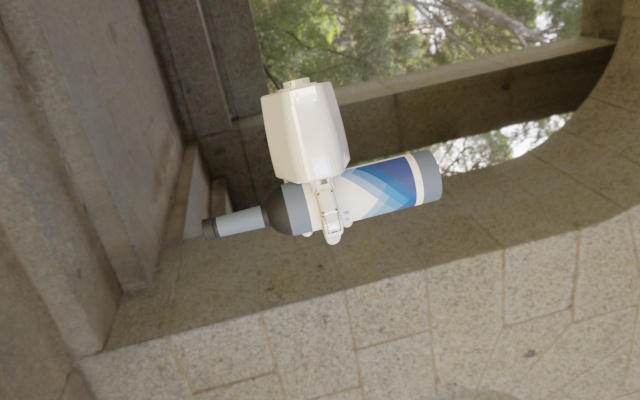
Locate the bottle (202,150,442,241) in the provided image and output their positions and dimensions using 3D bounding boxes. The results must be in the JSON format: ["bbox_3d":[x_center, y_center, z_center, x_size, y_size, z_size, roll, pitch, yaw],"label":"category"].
[{"bbox_3d":[0.000,0.002,0.598,0.296,0.069,0.069,-14,1,-5],"label":"bottle"}]
